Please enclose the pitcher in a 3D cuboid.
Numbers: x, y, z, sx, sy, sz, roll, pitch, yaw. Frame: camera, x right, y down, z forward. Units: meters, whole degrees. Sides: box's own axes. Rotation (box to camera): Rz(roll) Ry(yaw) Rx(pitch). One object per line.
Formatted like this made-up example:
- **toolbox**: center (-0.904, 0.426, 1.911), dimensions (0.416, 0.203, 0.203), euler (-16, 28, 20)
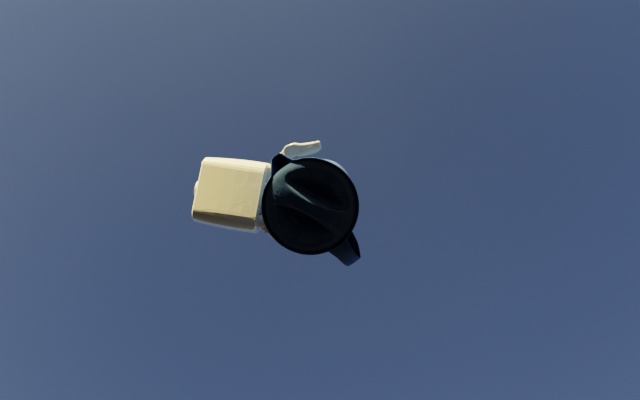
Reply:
- **pitcher**: center (0.000, 0.002, 0.754), dimensions (0.145, 0.149, 0.243), euler (8, 8, 4)
